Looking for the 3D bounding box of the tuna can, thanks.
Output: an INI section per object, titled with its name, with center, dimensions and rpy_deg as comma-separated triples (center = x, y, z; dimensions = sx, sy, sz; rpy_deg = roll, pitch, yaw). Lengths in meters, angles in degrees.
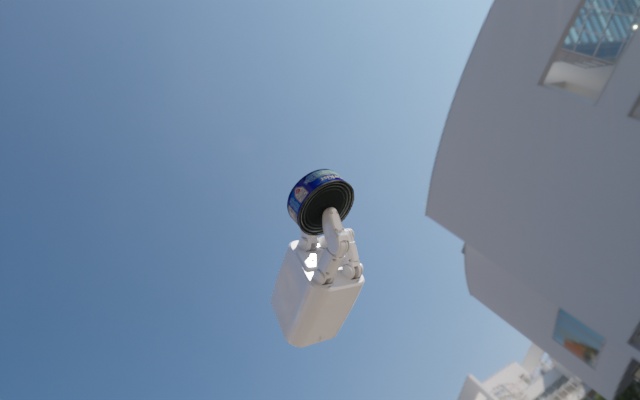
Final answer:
[tuna can]
center = 0.000, 0.002, 0.621
dimensions = 0.086, 0.086, 0.033
rpy_deg = 0, 34, -41
